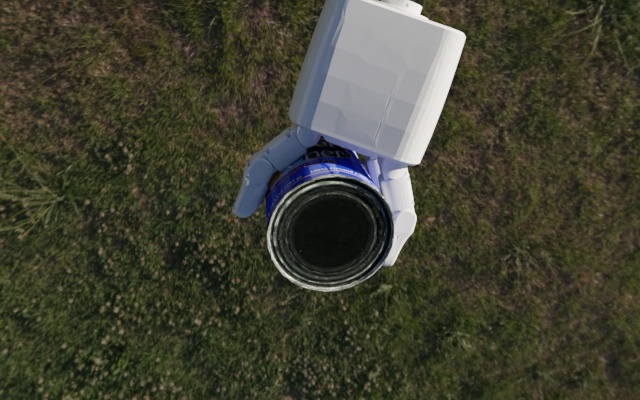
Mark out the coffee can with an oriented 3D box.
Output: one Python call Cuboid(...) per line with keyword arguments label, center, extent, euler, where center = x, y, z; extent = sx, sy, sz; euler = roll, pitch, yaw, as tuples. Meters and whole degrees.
Cuboid(label="coffee can", center=(0.000, 0.002, 0.436), extent=(0.103, 0.103, 0.140), euler=(0, 23, -8))
